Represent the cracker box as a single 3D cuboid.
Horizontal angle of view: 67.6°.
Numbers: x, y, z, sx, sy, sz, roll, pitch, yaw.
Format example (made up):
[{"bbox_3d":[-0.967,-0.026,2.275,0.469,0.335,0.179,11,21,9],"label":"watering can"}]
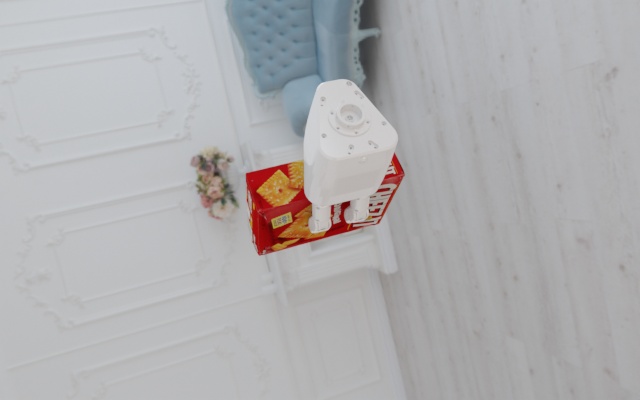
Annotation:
[{"bbox_3d":[0.000,0.002,0.712,0.213,0.072,0.164,-14,-25,-15],"label":"cracker box"}]
